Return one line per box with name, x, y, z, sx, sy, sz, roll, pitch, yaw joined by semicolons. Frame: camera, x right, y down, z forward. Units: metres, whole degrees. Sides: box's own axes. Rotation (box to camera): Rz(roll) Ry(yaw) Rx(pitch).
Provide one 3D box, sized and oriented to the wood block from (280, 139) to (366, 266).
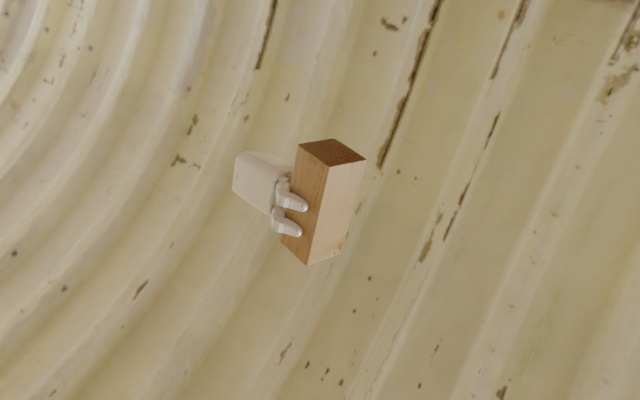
wood block;0.000;0.003;0.870;0.091;0.206;0.090;-16;41;-39
